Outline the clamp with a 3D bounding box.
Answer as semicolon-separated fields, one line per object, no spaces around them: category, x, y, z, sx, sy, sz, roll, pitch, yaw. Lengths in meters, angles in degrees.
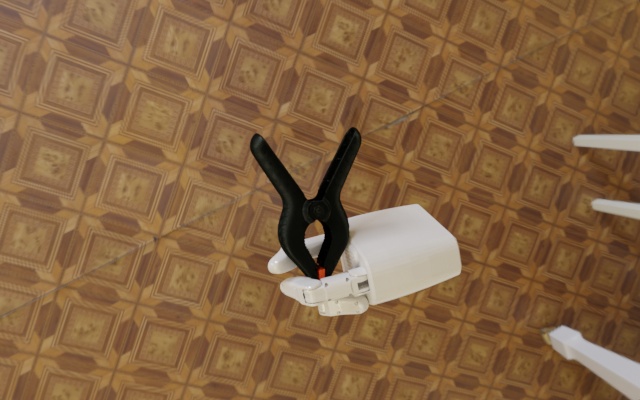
clamp;0.000;0.002;0.509;0.120;0.171;0.039;-15;12;-12
